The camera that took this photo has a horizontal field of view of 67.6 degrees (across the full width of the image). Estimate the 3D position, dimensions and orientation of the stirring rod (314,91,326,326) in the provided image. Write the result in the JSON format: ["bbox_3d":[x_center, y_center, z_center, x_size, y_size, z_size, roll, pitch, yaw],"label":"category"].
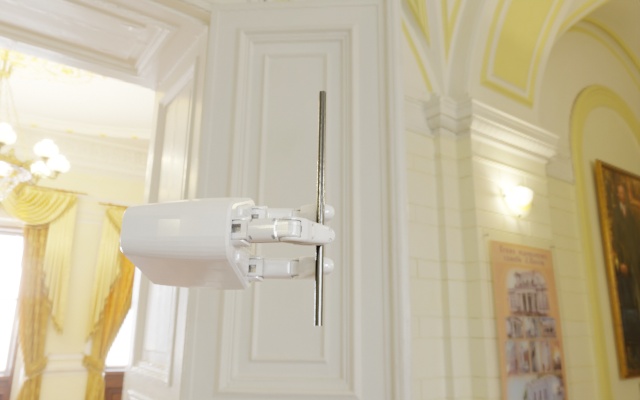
[{"bbox_3d":[0.000,0.002,0.479,0.011,0.239,0.011,1,-14,0],"label":"stirring rod"}]
